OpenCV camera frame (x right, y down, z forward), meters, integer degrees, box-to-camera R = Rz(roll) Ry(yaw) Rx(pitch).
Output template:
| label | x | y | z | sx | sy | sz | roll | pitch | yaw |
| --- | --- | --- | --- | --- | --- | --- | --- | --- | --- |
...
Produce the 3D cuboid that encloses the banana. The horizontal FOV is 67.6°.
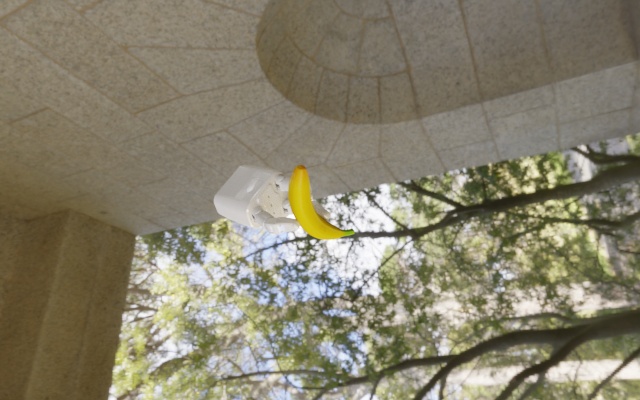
| label | x | y | z | sx | sy | sz | roll | pitch | yaw |
| --- | --- | --- | --- | --- | --- | --- | --- | --- | --- |
| banana | -0.013 | 0.016 | 0.809 | 0.198 | 0.069 | 0.037 | 51 | 0 | -45 |
